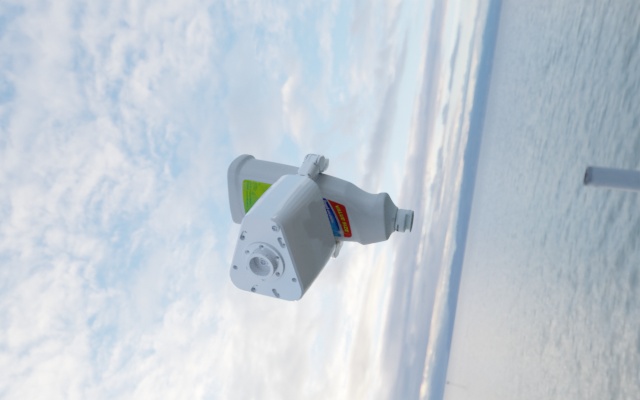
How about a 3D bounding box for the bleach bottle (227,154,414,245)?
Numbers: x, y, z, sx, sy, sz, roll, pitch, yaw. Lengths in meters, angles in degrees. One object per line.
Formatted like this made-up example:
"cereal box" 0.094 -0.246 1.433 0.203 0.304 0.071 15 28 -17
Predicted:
"bleach bottle" 0.000 0.002 0.650 0.251 0.103 0.068 9 27 17
